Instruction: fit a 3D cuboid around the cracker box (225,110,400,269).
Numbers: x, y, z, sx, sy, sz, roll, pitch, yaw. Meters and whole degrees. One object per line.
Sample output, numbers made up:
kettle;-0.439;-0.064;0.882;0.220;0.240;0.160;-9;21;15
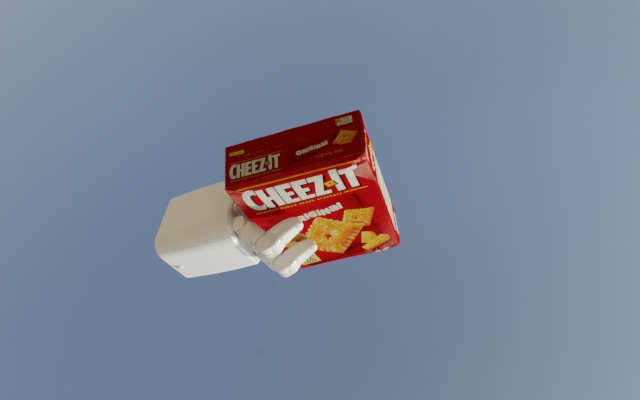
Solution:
cracker box;0.000;0.002;0.601;0.164;0.072;0.214;-14;-36;11
